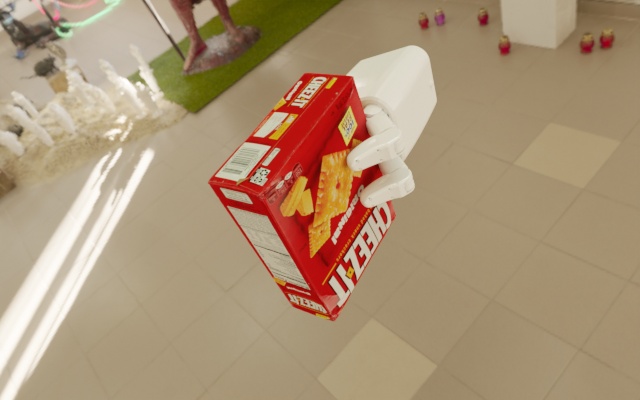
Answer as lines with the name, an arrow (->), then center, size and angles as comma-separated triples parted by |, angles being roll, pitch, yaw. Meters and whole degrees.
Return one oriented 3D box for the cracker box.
cracker box -> 0.000, 0.002, 0.507 | 0.072, 0.164, 0.214 | 14, -35, 35
